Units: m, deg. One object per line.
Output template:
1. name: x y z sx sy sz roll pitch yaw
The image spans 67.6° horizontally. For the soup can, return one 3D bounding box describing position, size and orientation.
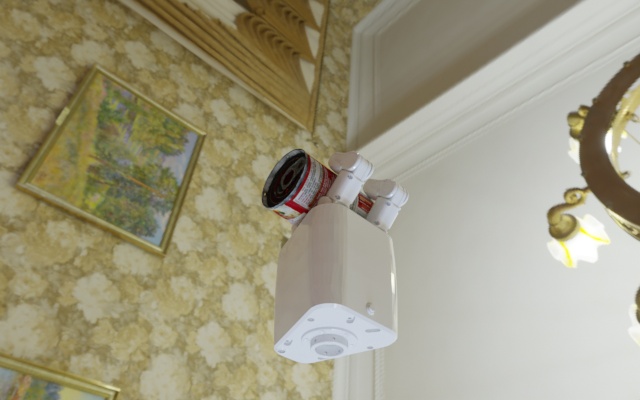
1. soup can: 0.000 0.001 0.494 0.102 0.068 0.068 33 -18 -30
